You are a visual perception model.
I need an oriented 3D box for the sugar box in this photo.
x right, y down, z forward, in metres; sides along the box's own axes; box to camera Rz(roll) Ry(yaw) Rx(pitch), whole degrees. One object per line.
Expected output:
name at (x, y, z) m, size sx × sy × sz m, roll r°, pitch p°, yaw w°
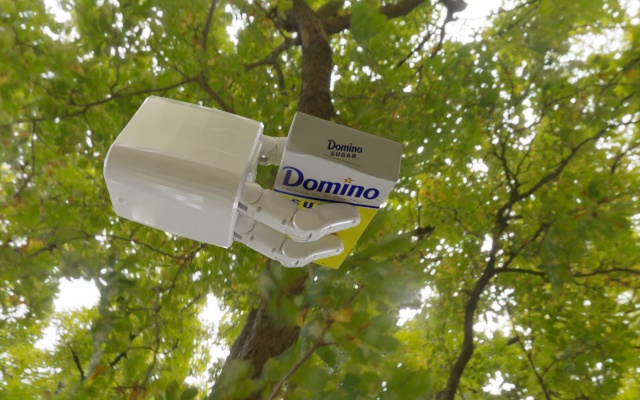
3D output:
sugar box at (0.000, 0.002, 0.442) m, size 0.093 × 0.048 × 0.176 m, roll 16°, pitch -31°, yaw -5°
